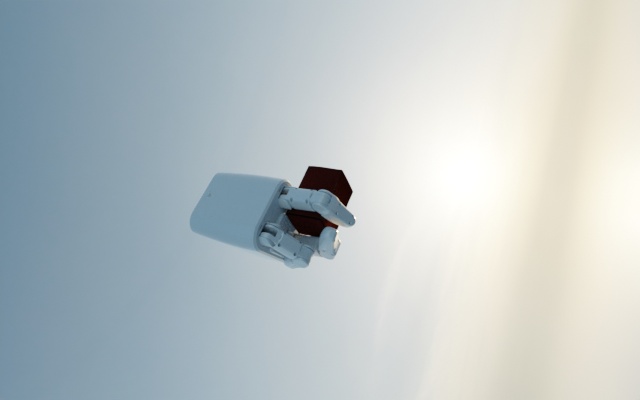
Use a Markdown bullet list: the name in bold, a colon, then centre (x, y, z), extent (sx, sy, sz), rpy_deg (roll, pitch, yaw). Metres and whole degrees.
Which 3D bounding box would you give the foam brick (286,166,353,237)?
- **foam brick**: centre (0.000, 0.002, 0.613), extent (0.051, 0.078, 0.053), rpy_deg (9, -30, 27)
